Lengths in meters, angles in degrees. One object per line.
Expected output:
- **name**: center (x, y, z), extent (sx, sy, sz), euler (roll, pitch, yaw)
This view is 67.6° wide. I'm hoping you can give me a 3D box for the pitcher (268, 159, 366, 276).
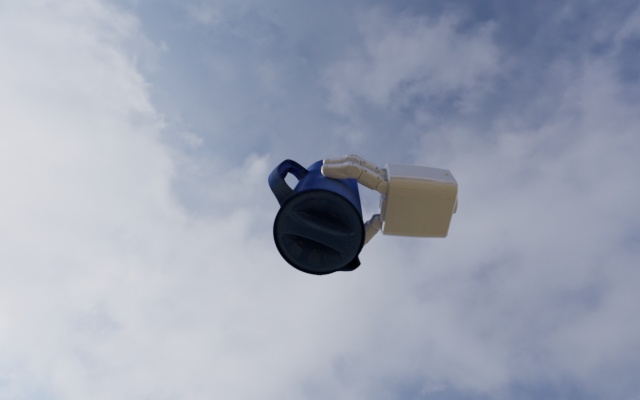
- **pitcher**: center (0.000, 0.003, 0.783), extent (0.145, 0.149, 0.242), euler (3, 19, 4)
